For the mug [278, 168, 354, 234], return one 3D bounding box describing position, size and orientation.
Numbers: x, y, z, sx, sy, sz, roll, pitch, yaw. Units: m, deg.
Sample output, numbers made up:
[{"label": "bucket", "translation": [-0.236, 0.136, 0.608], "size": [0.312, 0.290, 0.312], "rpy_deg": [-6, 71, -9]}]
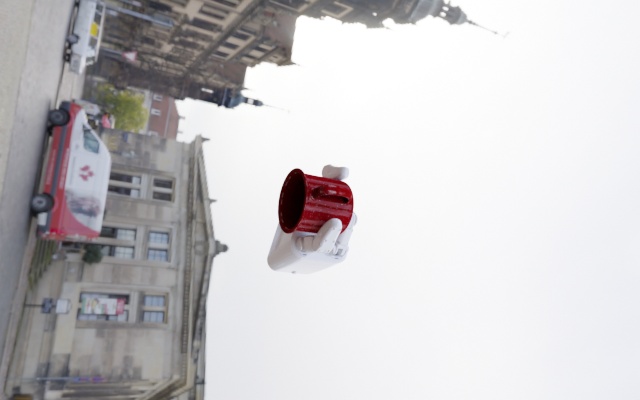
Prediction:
[{"label": "mug", "translation": [0.001, 0.002, 0.671], "size": [0.081, 0.093, 0.117], "rpy_deg": [10, -23, -27]}]
